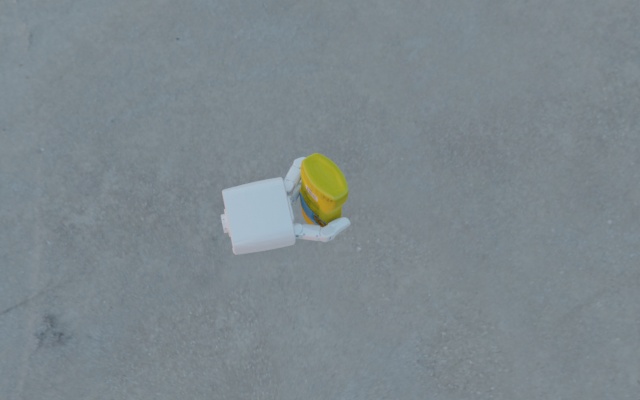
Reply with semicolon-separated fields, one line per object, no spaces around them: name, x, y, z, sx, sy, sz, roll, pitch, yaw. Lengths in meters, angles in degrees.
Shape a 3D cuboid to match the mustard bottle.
mustard bottle;0.000;0.003;0.858;0.058;0.096;0.192;-33;-20;-20
